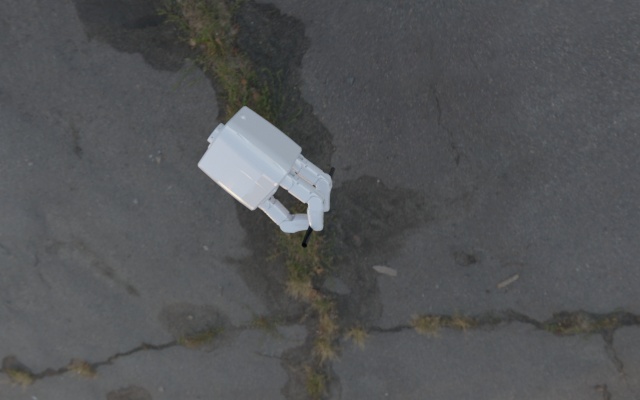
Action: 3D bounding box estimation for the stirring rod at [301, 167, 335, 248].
[{"bbox_3d":[0.000,0.002,0.756,0.011,0.011,0.239,0,29,12],"label":"stirring rod"}]
